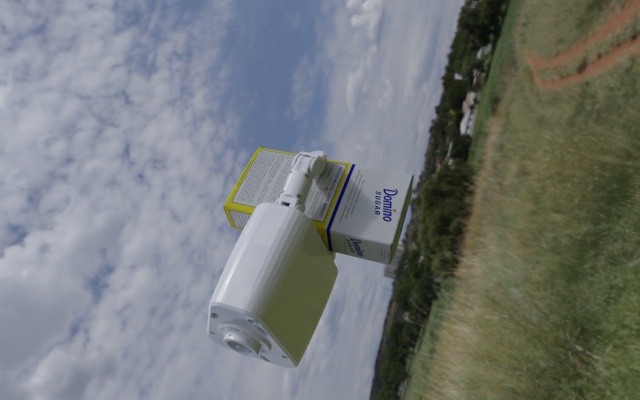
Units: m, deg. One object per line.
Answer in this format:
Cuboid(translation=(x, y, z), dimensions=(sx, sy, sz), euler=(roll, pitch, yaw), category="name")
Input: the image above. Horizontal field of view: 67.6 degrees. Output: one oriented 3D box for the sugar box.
Cuboid(translation=(0.000, 0.002, 0.498), dimensions=(0.176, 0.093, 0.048), euler=(14, -35, 14), category="sugar box")
